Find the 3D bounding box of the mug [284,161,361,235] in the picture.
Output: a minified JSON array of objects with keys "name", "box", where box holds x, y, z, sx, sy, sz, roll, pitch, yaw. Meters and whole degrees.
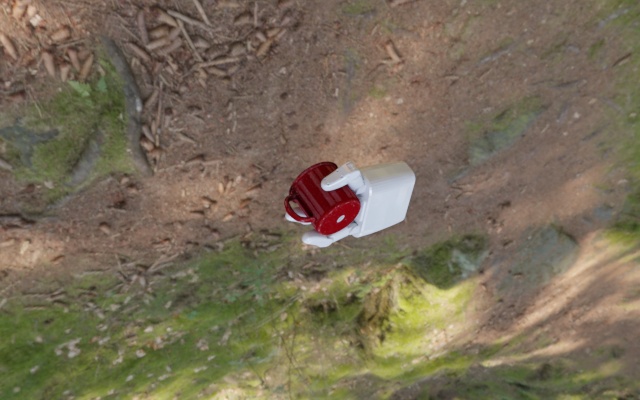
[{"name":"mug","box":[-0.001,0.003,0.741,0.117,0.081,0.093,-16,-35,-33]}]
